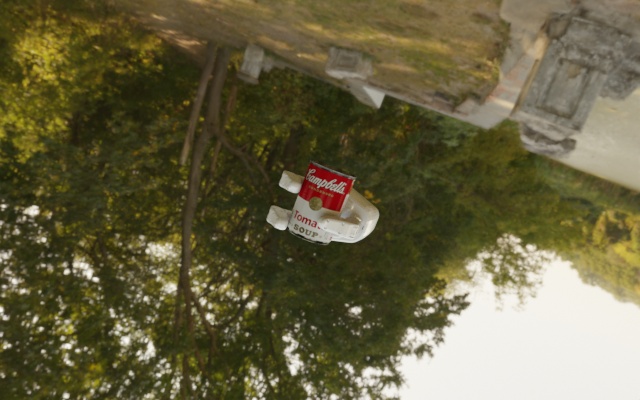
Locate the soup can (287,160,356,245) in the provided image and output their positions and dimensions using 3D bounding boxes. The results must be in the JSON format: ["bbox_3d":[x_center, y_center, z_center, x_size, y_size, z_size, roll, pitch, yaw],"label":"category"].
[{"bbox_3d":[0.000,0.003,0.666,0.068,0.102,0.068,21,8,-3],"label":"soup can"}]
